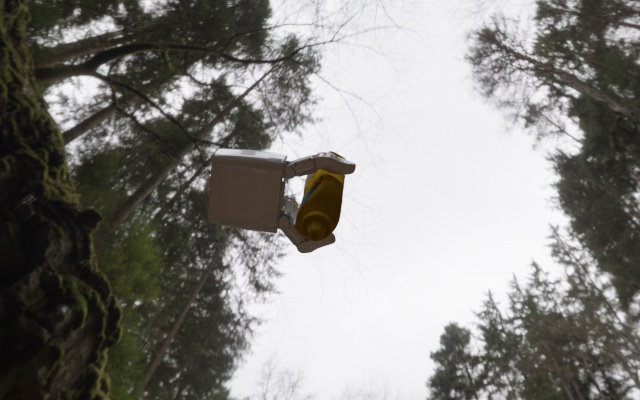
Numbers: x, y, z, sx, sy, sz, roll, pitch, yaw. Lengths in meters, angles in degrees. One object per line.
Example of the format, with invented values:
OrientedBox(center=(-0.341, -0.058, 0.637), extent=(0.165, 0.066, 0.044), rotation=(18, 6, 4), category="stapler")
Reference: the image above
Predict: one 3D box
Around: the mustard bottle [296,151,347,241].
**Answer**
OrientedBox(center=(0.000, 0.002, 0.705), extent=(0.058, 0.096, 0.191), rotation=(29, 26, -9), category="mustard bottle")
